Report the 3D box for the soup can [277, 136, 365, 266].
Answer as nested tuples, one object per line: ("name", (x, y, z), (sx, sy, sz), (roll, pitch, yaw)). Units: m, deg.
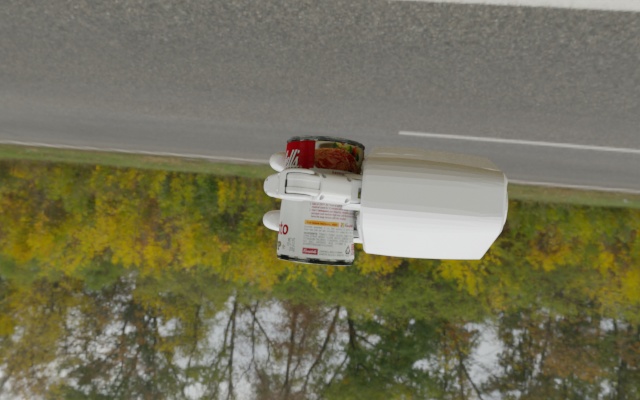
("soup can", (0.000, 0.002, 0.410), (0.068, 0.102, 0.068), (5, -3, 0))
